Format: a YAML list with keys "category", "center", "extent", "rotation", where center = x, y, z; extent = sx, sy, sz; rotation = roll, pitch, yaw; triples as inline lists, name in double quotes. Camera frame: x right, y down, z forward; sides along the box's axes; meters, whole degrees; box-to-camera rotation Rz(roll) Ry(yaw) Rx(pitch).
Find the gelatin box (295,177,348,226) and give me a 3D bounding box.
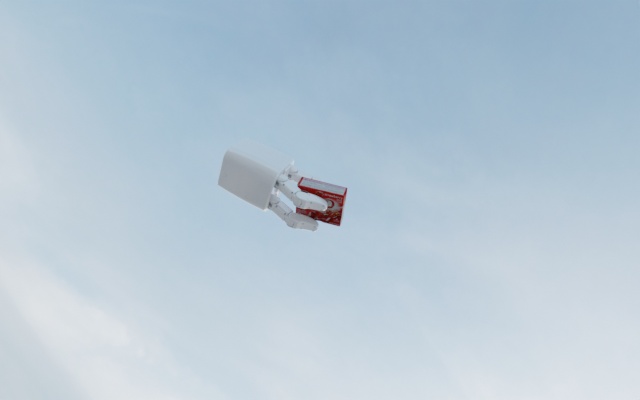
- category: "gelatin box"
  center: [0.001, 0.003, 0.868]
  extent: [0.089, 0.073, 0.030]
  rotation: [14, 39, 9]
